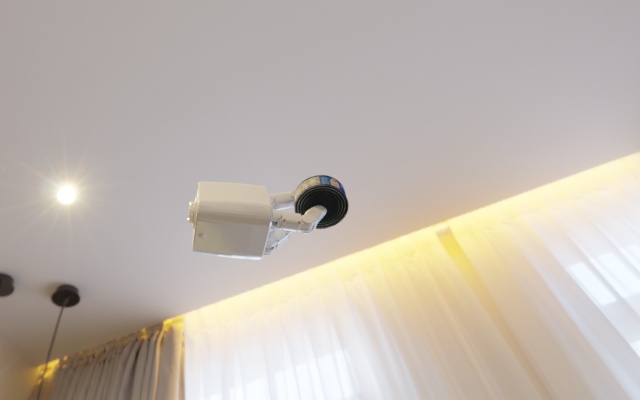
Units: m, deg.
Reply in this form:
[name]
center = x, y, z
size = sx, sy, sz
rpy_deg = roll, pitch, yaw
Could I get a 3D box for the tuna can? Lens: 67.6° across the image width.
[tuna can]
center = 0.000, 0.002, 0.760
size = 0.086, 0.086, 0.033
rpy_deg = 0, 36, -8
